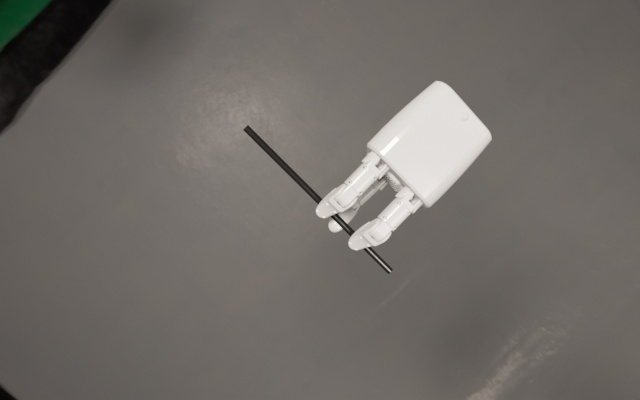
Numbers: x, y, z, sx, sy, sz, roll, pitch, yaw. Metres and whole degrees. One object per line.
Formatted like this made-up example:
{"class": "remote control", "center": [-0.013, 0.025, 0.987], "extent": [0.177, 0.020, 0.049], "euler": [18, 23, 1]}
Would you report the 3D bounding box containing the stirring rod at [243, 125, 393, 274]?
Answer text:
{"class": "stirring rod", "center": [0.000, 0.002, 0.556], "extent": [0.239, 0.011, 0.011], "euler": [45, -10, -10]}
